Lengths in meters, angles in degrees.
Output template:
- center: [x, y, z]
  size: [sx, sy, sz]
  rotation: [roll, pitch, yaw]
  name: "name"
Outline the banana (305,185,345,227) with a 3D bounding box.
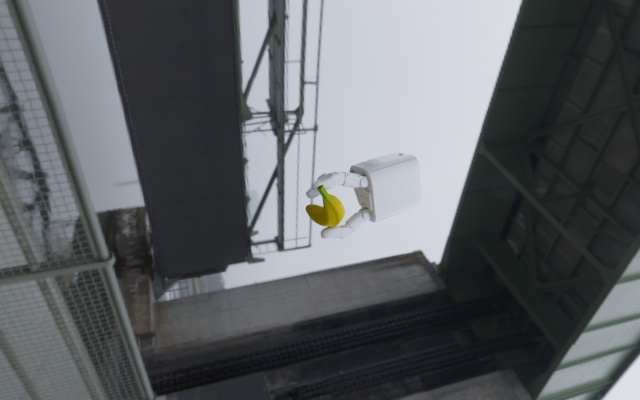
- center: [0.010, 0.018, 0.880]
  size: [0.037, 0.069, 0.198]
  rotation: [-30, -6, -14]
  name: "banana"
